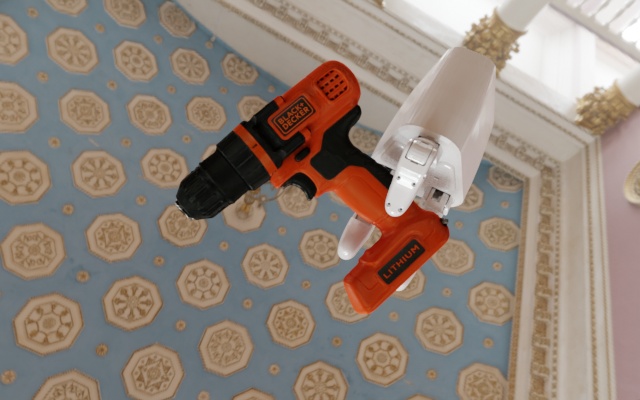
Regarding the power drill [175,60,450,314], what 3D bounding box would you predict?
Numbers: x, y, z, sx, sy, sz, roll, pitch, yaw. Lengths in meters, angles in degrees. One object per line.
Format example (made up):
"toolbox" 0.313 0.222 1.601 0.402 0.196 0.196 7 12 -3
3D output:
"power drill" 0.001 0.001 0.402 0.184 0.187 0.057 -41 2 -6
